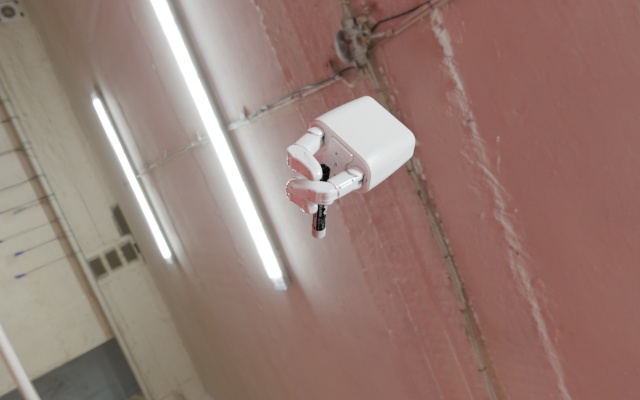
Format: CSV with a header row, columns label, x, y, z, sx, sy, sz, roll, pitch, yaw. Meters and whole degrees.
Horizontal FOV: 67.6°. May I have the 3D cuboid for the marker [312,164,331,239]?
label,x,y,z,sx,sy,sz,roll,pitch,yaw
marker,0.000,0.002,0.622,0.020,0.121,0.020,2,43,-2
